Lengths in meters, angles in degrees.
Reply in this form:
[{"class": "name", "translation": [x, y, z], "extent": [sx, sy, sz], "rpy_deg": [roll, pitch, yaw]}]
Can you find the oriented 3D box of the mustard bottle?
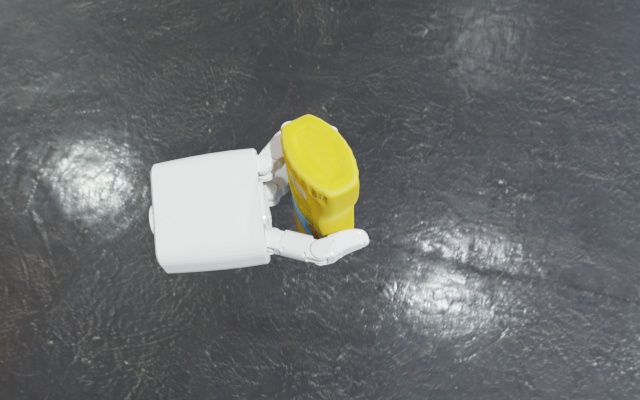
[{"class": "mustard bottle", "translation": [0.000, 0.001, 0.515], "extent": [0.058, 0.096, 0.192], "rpy_deg": [-29, -26, -14]}]
